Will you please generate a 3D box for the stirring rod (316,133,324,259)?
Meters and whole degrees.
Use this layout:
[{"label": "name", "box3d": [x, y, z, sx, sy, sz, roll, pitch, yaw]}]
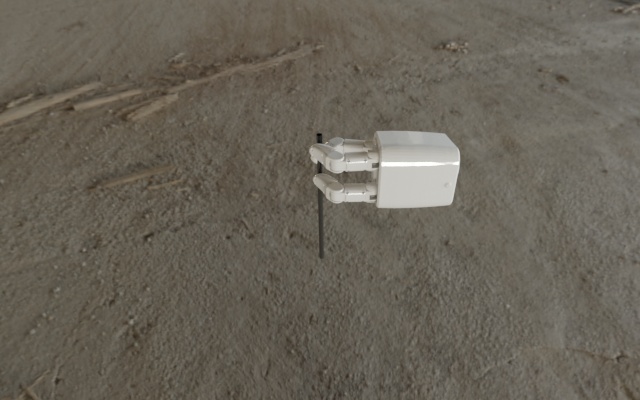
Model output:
[{"label": "stirring rod", "box3d": [0.000, 0.002, 0.740, 0.011, 0.240, 0.011, -1, 38, 1]}]
